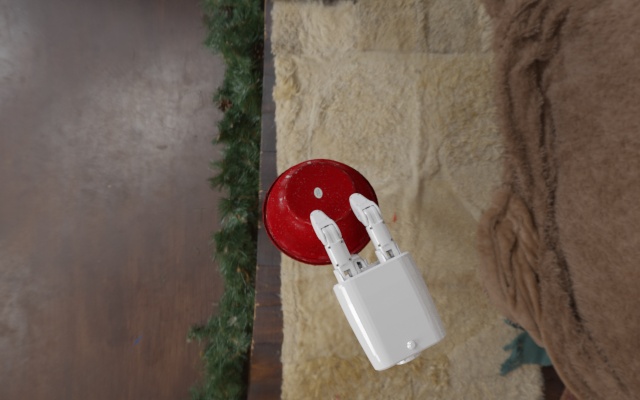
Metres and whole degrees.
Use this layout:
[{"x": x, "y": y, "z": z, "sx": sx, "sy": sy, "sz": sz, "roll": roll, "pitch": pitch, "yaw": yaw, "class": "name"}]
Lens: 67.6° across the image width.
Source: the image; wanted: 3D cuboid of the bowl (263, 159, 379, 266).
[{"x": -0.001, "y": 0.001, "z": 0.638, "sx": 0.162, "sy": 0.162, "sz": 0.055, "roll": 0, "pitch": -26, "yaw": 1, "class": "bowl"}]
